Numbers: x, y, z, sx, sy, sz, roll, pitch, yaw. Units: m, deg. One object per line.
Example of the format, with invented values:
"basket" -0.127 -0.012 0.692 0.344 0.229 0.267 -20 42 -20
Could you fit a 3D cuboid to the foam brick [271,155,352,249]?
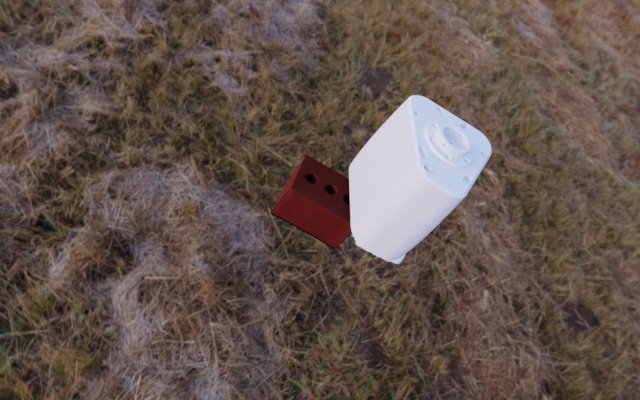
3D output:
"foam brick" 0.000 0.002 0.487 0.078 0.053 0.051 29 -42 -8
